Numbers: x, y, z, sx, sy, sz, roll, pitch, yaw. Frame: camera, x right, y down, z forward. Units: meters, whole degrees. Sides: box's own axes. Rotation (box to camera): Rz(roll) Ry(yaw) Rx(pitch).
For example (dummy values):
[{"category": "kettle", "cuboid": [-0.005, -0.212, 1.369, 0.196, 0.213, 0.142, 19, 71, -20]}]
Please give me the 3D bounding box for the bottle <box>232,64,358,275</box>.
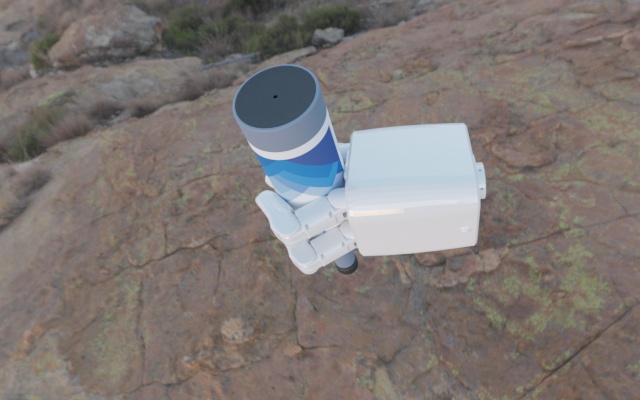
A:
[{"category": "bottle", "cuboid": [0.000, 0.001, 0.467, 0.069, 0.069, 0.296, 0, -32, 15]}]
